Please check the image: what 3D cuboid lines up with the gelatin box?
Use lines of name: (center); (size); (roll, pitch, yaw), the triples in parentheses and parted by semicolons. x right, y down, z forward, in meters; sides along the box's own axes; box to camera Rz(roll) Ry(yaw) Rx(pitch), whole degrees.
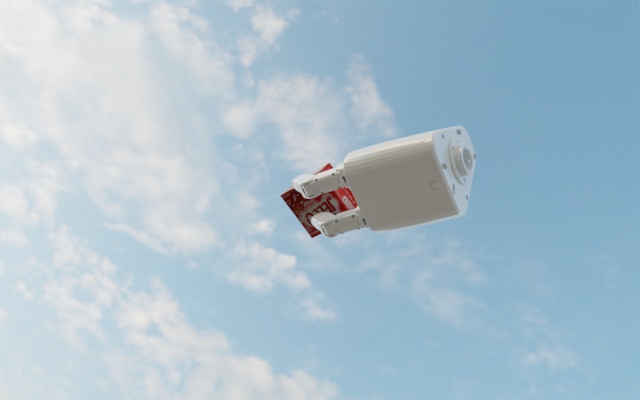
gelatin box: (0.000, 0.002, 0.617); (0.089, 0.073, 0.030); (-28, 12, 46)
